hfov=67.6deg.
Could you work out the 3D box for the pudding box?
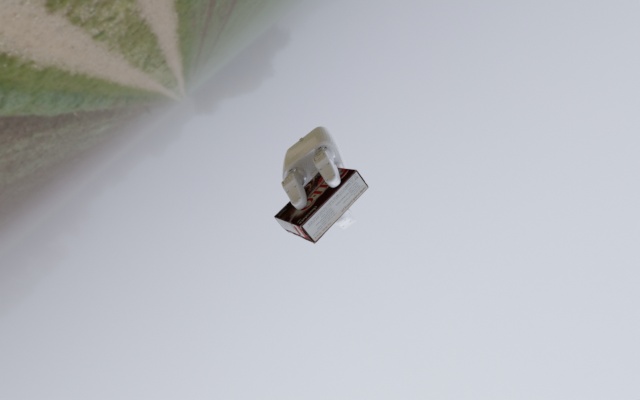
[{"bbox_3d":[0.000,0.002,0.663,0.039,0.113,0.090,49,-16,-23],"label":"pudding box"}]
